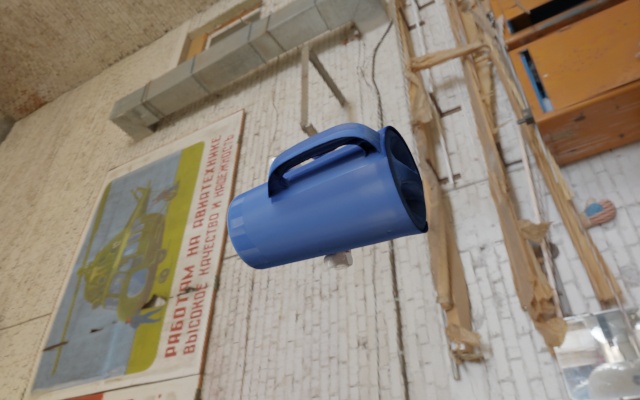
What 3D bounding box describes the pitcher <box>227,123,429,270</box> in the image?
[{"bbox_3d":[0.000,0.002,0.600,0.243,0.149,0.145,-19,2,24],"label":"pitcher"}]
